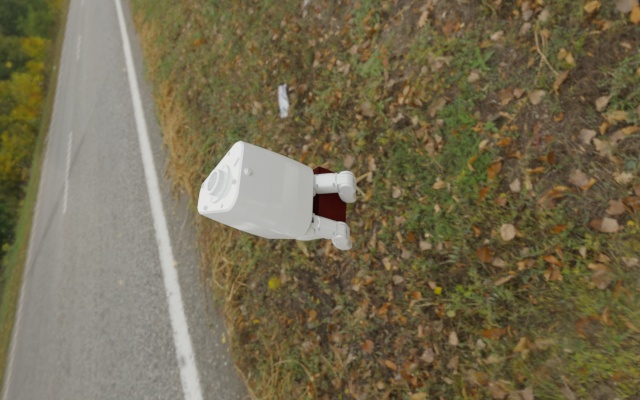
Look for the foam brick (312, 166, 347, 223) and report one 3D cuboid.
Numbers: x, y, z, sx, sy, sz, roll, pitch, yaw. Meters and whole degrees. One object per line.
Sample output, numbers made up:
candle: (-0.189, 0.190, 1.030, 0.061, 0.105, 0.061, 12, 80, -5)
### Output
foam brick: (0.000, 0.002, 0.656, 0.051, 0.078, 0.053, 21, -33, -34)
